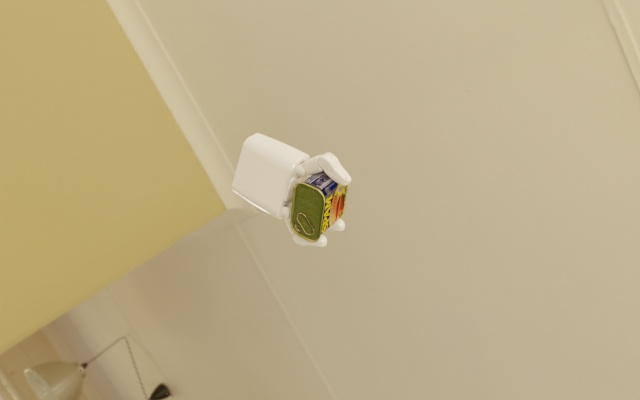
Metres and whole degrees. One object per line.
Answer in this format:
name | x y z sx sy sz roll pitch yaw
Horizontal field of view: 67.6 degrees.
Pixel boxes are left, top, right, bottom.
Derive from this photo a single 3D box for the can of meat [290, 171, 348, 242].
can of meat | 0.000 0.002 0.772 0.057 0.102 0.084 24 38 23
